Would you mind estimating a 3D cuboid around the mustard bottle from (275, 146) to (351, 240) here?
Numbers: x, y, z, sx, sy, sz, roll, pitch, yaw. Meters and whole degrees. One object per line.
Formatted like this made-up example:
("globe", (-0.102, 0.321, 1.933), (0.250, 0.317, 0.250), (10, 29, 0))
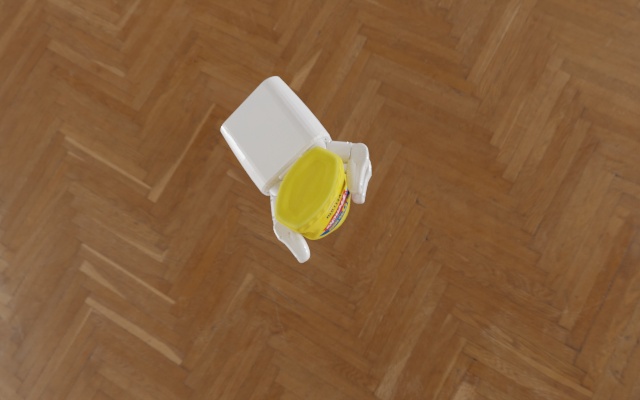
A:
("mustard bottle", (0.000, 0.002, 0.604), (0.058, 0.096, 0.192), (27, -5, 13))
